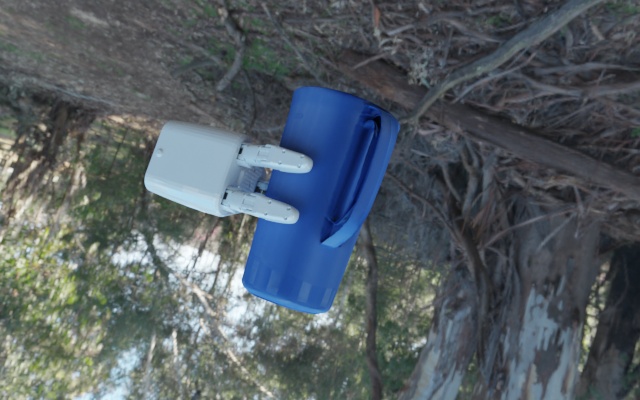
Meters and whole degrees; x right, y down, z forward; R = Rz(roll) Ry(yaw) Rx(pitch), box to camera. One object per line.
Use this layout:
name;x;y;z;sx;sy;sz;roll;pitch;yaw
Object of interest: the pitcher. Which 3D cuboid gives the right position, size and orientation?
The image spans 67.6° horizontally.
pitcher;0.000;0.002;0.549;0.145;0.243;0.149;16;-6;16
